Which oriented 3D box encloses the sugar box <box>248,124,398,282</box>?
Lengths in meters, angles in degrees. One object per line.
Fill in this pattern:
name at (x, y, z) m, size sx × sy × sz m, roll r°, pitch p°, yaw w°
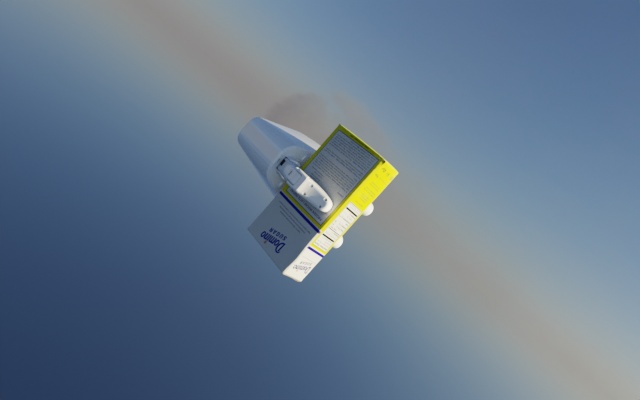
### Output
sugar box at (0.000, 0.002, 0.579) m, size 0.093 × 0.176 × 0.048 m, roll 45°, pitch 7°, yaw 40°
